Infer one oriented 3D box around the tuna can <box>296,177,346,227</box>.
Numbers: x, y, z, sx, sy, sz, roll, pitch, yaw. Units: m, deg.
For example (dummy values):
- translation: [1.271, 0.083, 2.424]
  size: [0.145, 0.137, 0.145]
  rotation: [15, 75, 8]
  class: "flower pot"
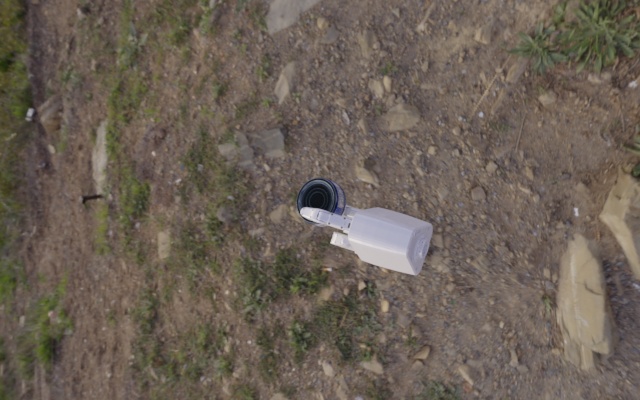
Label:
- translation: [0.000, 0.003, 0.851]
  size: [0.086, 0.086, 0.034]
  rotation: [0, -11, 31]
  class: "tuna can"
